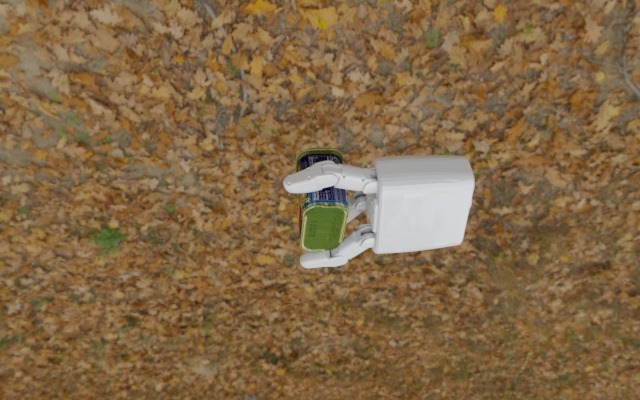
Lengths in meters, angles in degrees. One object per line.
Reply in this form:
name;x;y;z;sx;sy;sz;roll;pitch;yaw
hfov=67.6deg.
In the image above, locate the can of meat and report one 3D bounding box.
can of meat;0.000;0.002;0.571;0.057;0.084;0.102;-1;-37;-7
